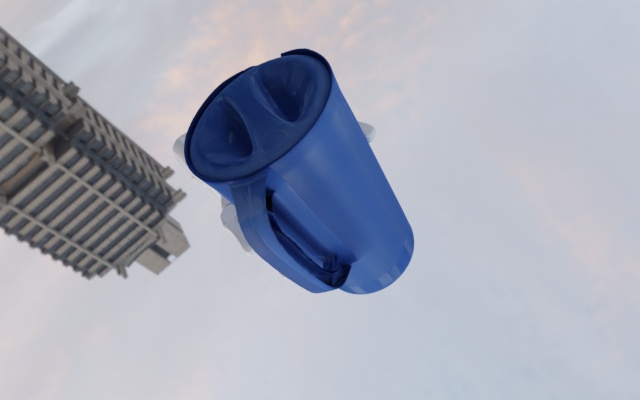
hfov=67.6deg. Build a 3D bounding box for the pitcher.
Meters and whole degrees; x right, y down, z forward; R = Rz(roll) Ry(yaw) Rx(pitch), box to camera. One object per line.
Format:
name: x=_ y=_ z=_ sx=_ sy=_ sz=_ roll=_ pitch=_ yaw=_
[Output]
pitcher: x=0.000 y=0.001 z=0.438 sx=0.145 sy=0.149 sz=0.243 roll=29 pitch=-15 yaw=43
